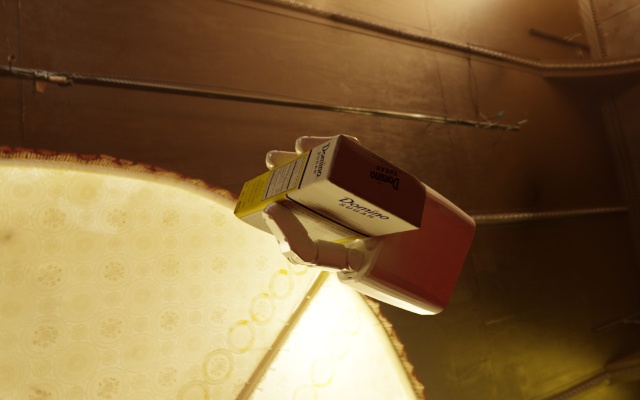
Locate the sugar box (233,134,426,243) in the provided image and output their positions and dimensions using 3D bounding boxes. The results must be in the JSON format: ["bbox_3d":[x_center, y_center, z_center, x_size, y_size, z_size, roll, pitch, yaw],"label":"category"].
[{"bbox_3d":[0.000,0.001,0.428,0.093,0.048,0.176,27,-26,-26],"label":"sugar box"}]
